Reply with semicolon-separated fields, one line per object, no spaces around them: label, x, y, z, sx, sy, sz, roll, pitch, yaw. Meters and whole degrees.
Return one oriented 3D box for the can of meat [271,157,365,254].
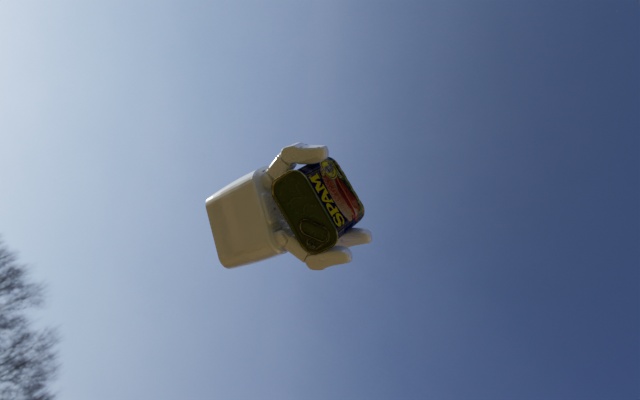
can of meat;0.000;0.002;0.586;0.057;0.102;0.084;-29;3;35
